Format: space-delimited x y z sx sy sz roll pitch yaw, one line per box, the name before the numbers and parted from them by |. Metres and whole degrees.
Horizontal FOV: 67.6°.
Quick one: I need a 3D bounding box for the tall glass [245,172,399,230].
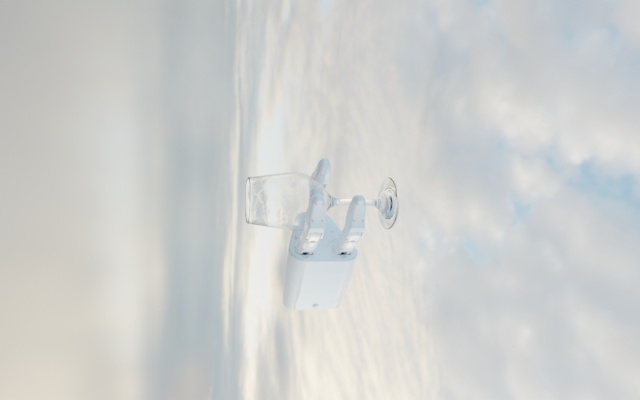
tall glass | 0.001 0.002 0.653 0.201 0.079 0.079 2 -1 -15
